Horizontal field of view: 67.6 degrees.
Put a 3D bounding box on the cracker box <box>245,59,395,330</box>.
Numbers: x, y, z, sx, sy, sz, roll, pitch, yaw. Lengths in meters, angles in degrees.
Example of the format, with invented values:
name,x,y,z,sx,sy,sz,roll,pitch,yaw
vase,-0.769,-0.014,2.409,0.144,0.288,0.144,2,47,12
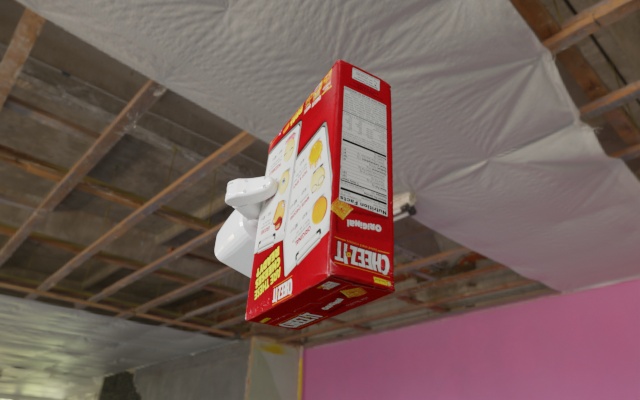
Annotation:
name,x,y,z,sx,sy,sz,roll,pitch,yaw
cracker box,0.000,0.001,0.465,0.072,0.213,0.164,17,-31,-24
